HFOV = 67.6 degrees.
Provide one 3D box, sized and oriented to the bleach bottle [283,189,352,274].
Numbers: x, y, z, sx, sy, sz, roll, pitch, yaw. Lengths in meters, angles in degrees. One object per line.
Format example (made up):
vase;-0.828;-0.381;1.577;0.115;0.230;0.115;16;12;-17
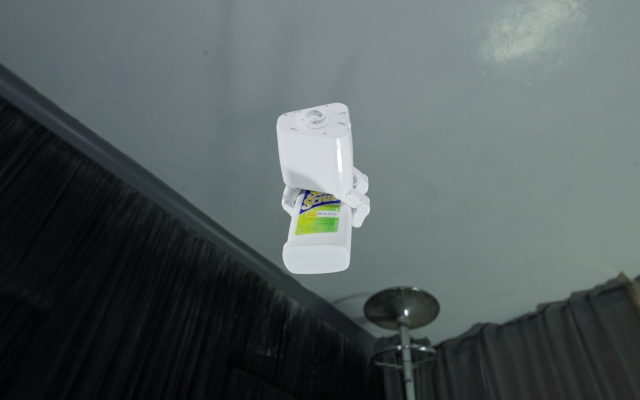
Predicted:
bleach bottle;0.000;0.003;0.792;0.102;0.068;0.250;-3;43;6
